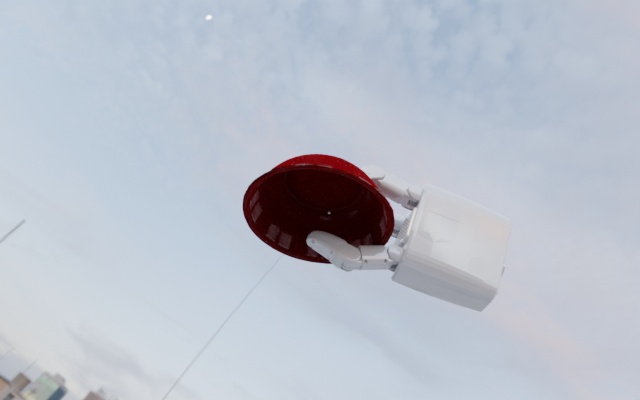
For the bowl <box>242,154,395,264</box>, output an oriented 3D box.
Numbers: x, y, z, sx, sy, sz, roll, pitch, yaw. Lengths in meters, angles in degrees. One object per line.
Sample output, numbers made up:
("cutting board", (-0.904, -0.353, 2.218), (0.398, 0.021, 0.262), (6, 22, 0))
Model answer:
("bowl", (-0.001, 0.001, 0.518), (0.162, 0.055, 0.162), (6, -41, 5))
